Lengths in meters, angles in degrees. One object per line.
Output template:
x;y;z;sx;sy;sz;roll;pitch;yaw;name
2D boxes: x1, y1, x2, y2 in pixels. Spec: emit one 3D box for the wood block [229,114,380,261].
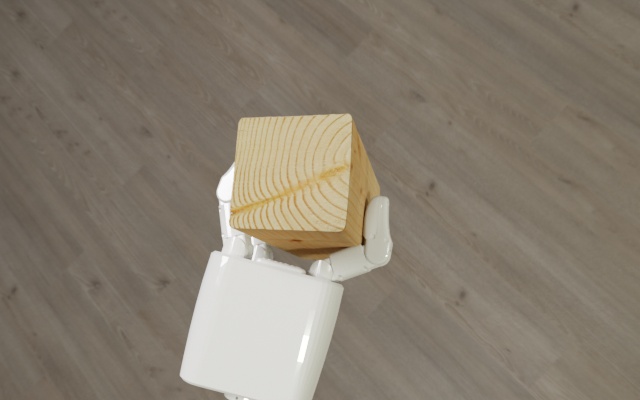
0.000;0.002;0.448;0.091;0.090;0.206;1;-13;13;wood block
